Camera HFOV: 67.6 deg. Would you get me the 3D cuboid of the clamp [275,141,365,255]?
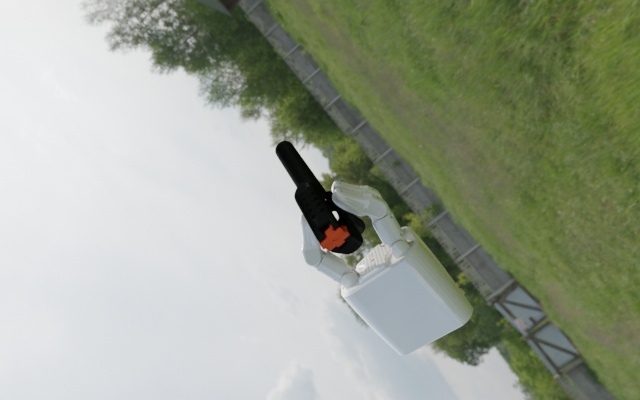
[{"bbox_3d":[0.000,0.003,0.549,0.036,0.164,0.210,-42,8,8],"label":"clamp"}]
